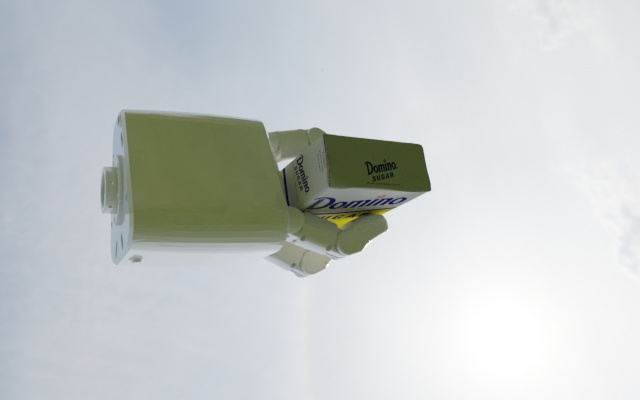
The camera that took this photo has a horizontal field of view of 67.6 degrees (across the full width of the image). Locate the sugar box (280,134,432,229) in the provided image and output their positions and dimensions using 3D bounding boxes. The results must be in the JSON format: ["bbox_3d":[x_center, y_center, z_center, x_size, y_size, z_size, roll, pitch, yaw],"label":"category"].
[{"bbox_3d":[0.000,0.002,0.410,0.093,0.048,0.176,1,-17,-30],"label":"sugar box"}]
